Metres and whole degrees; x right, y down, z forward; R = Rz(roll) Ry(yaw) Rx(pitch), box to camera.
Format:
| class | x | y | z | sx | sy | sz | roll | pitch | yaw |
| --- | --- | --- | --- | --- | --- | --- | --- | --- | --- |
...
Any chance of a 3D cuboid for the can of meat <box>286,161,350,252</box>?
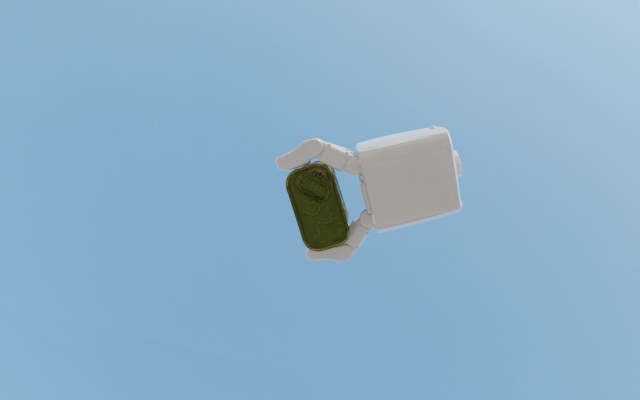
| class | x | y | z | sx | sy | sz | roll | pitch | yaw |
| --- | --- | --- | --- | --- | --- | --- | --- | --- | --- |
| can of meat | 0.000 | 0.002 | 0.595 | 0.057 | 0.102 | 0.084 | -16 | 8 | 8 |
